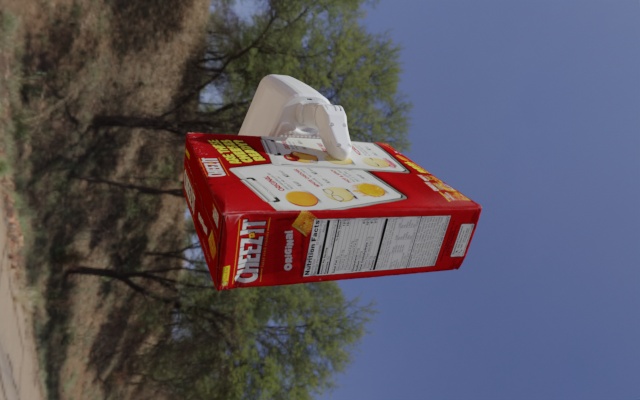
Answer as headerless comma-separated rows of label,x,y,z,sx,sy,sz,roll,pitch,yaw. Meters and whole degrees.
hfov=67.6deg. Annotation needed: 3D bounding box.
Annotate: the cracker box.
cracker box,0.000,0.001,0.420,0.214,0.072,0.164,-1,26,-24
